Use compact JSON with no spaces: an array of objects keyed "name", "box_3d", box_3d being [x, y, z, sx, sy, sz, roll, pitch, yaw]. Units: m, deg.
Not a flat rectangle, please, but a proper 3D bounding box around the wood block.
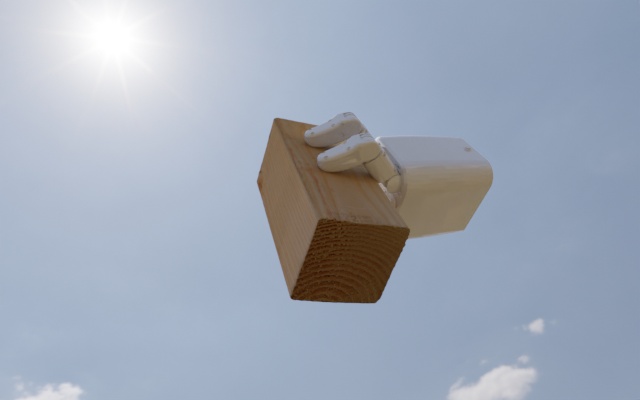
[{"name":"wood block","box_3d":[0.000,0.002,0.497,0.090,0.091,0.206,7,29,-21]}]
